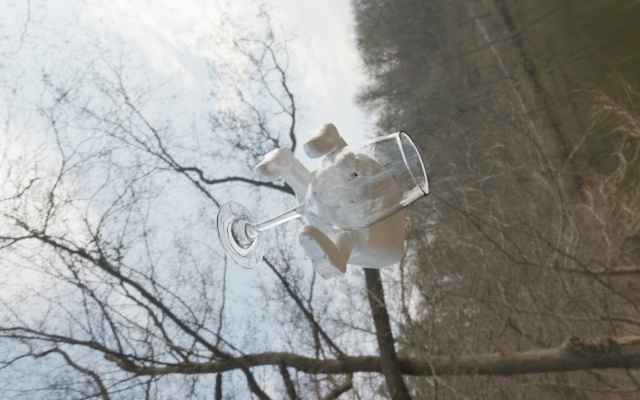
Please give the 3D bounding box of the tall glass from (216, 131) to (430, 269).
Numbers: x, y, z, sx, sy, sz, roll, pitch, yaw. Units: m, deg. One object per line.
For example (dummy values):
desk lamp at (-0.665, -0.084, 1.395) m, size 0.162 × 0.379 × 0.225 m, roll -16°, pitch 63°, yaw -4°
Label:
tall glass at (-0.001, 0.002, 0.460) m, size 0.201 × 0.079 × 0.079 m, roll -23°, pitch -10°, yaw 25°
